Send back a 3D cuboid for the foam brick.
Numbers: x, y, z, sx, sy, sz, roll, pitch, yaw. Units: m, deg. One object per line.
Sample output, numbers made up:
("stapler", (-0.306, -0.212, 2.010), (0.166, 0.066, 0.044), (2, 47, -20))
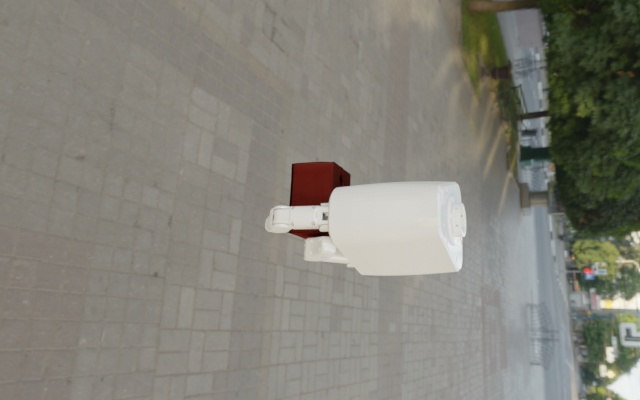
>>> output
("foam brick", (0.000, 0.001, 0.522), (0.051, 0.078, 0.053), (-4, -15, 25))
